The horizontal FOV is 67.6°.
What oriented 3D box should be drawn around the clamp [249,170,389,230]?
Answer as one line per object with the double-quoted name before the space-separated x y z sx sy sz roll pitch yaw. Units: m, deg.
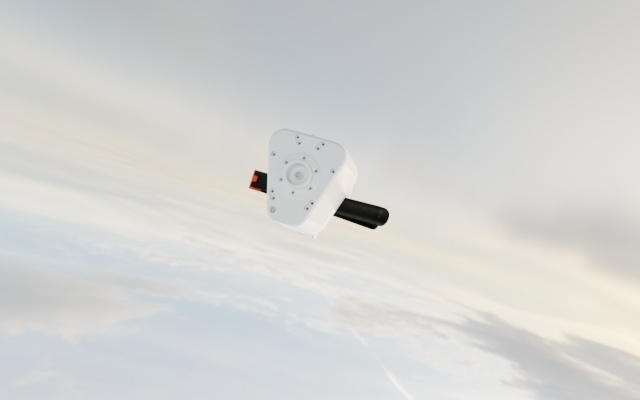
"clamp" -0.001 0.003 0.702 0.210 0.036 0.164 17 -5 11
